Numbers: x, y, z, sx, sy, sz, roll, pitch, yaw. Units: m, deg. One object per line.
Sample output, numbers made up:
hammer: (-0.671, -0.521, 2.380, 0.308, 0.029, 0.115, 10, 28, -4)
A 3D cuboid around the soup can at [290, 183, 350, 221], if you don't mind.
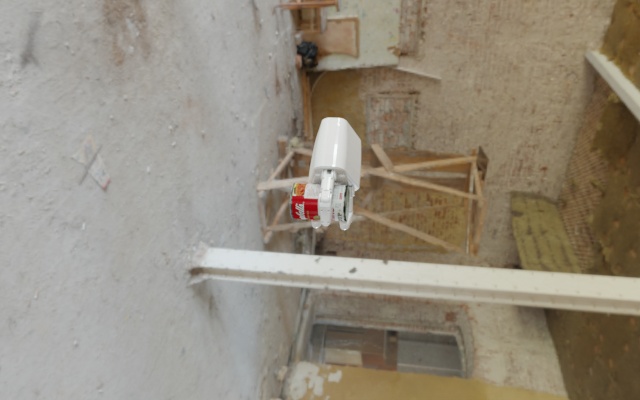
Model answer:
soup can: (0.000, 0.003, 0.883, 0.102, 0.068, 0.068, 3, 0, 9)
